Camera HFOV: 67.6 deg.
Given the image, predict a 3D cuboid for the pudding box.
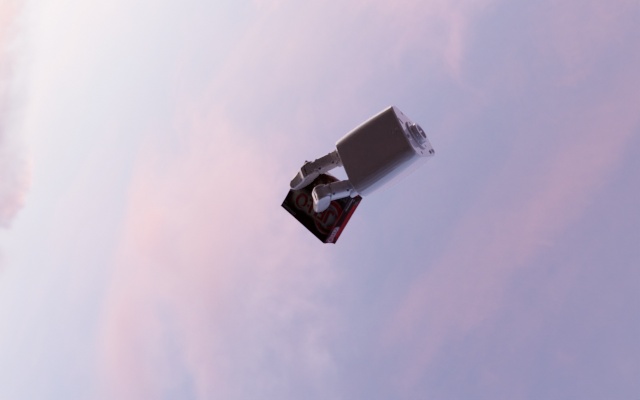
[{"bbox_3d":[0.000,0.002,0.763,0.113,0.090,0.039,39,16,35],"label":"pudding box"}]
